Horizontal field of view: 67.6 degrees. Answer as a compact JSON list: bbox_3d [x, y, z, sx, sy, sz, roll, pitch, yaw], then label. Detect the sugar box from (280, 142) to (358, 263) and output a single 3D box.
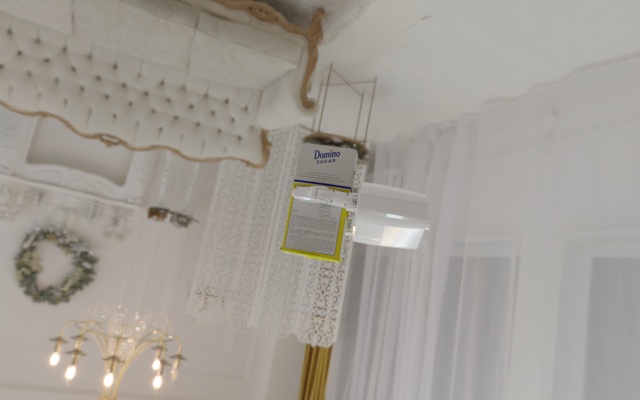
[{"bbox_3d":[0.000,0.003,0.750,0.093,0.176,0.048,9,-12,9],"label":"sugar box"}]
